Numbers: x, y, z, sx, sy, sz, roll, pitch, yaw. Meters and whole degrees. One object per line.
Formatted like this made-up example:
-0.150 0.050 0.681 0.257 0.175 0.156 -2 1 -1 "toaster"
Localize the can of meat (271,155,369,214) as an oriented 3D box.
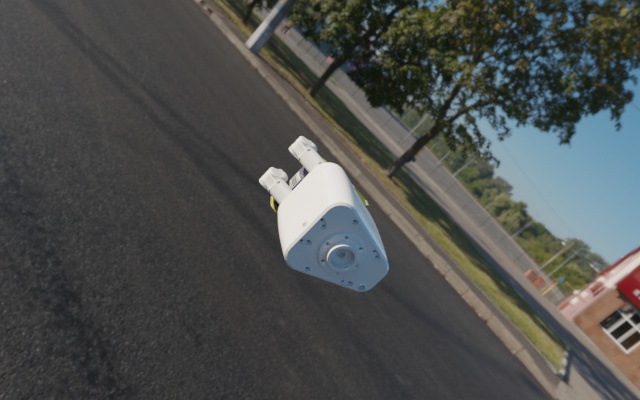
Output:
0.000 0.002 0.626 0.102 0.084 0.057 40 15 -18 "can of meat"
